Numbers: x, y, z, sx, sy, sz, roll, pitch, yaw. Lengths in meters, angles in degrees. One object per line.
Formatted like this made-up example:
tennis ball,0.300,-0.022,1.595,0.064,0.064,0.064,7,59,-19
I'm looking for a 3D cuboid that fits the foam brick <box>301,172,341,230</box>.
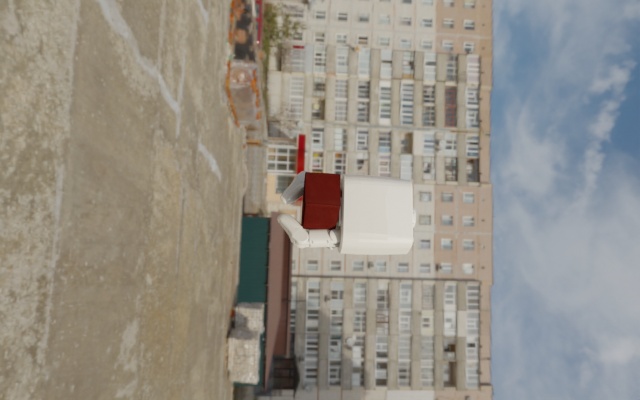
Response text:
foam brick,0.000,0.002,0.683,0.051,0.053,0.078,4,-31,-3
